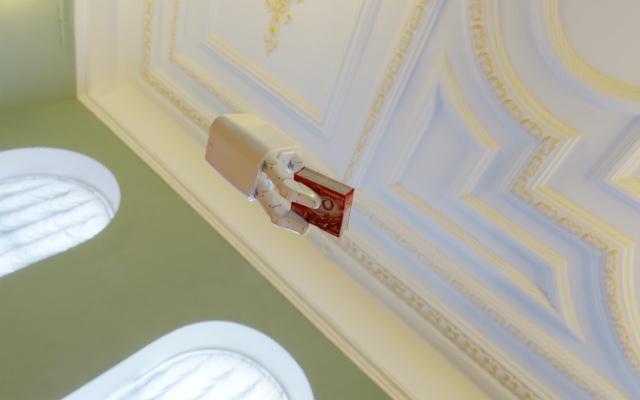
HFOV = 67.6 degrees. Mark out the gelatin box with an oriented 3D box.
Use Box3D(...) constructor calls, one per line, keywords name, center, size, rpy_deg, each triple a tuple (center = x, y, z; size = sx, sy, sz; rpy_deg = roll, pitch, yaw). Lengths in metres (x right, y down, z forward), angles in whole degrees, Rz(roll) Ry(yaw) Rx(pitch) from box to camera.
Box3D(name="gelatin box", center=(0.001, 0.002, 0.685), size=(0.089, 0.073, 0.030), rpy_deg=(24, 37, 22))
